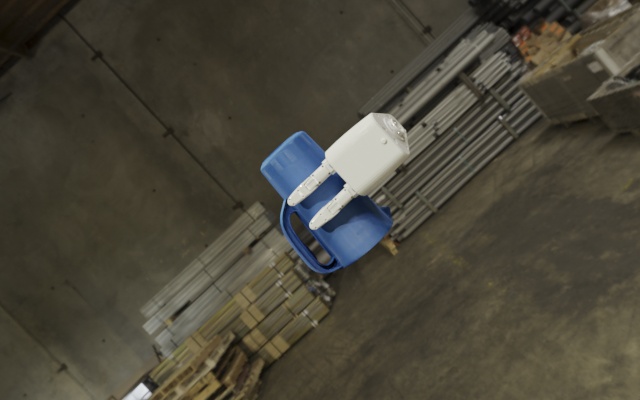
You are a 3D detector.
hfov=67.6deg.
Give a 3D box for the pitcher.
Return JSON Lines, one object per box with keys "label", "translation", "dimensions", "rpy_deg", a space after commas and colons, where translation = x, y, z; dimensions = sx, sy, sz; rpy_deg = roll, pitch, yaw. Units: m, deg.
{"label": "pitcher", "translation": [0.000, 0.003, 0.866], "dimensions": [0.145, 0.243, 0.149], "rpy_deg": [-41, 3, 27]}
